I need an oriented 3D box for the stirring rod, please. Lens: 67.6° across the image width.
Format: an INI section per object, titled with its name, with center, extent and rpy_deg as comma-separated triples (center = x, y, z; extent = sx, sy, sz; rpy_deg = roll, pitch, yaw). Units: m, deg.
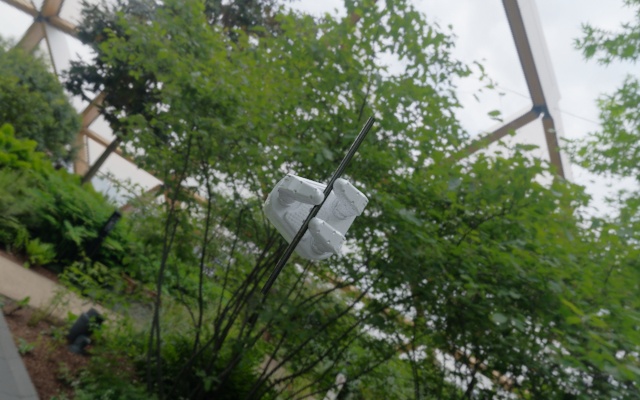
[stirring rod]
center = 0.000, 0.002, 0.543
extent = 0.011, 0.239, 0.011
rpy_deg = 30, -13, 8
